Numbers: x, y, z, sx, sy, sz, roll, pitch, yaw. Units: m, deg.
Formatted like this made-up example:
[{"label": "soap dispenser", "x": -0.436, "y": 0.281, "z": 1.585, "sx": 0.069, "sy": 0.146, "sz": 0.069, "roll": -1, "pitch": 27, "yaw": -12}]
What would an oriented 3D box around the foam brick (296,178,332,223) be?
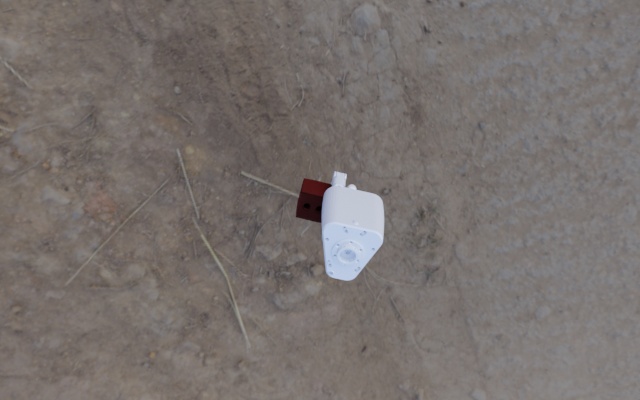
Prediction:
[{"label": "foam brick", "x": 0.000, "y": 0.003, "z": 0.826, "sx": 0.078, "sy": 0.053, "sz": 0.051, "roll": 13, "pitch": 33, "yaw": -3}]
